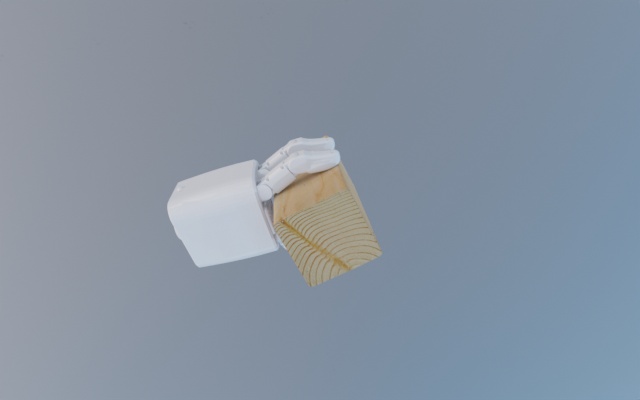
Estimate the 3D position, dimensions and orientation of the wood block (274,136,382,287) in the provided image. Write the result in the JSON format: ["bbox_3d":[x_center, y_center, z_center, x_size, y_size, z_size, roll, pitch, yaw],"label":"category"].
[{"bbox_3d":[0.000,0.002,0.594,0.090,0.091,0.206,-26,23,6],"label":"wood block"}]
